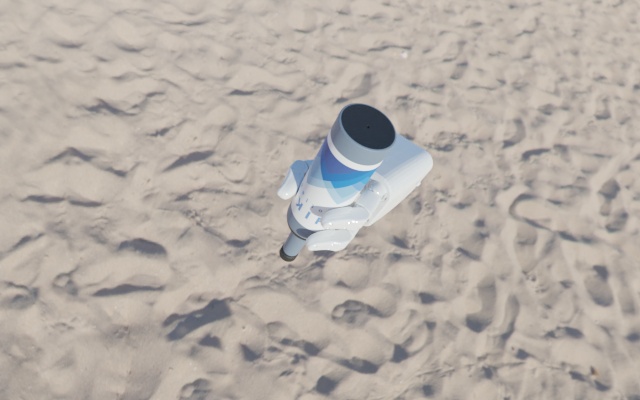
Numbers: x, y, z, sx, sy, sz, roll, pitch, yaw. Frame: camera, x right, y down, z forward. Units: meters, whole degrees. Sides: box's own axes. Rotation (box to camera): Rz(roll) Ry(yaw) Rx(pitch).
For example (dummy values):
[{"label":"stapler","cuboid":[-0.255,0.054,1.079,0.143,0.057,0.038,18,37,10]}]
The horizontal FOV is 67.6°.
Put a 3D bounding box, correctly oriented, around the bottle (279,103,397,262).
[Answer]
[{"label":"bottle","cuboid":[0.000,0.002,0.611,0.069,0.069,0.296,0,-33,-24]}]
